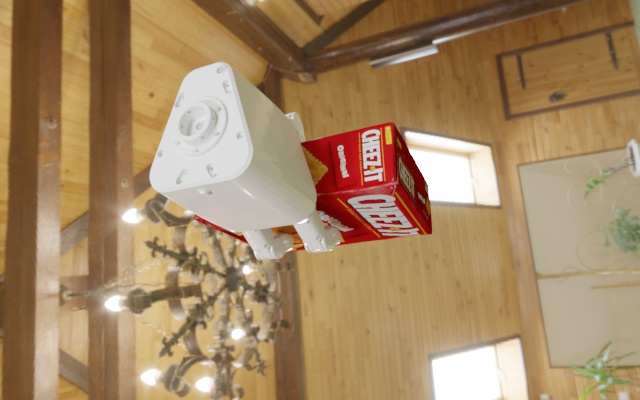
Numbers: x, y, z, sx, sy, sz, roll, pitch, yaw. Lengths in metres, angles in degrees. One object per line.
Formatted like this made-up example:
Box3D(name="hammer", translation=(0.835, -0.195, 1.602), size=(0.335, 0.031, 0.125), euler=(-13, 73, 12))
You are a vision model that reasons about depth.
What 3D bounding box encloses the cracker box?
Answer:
Box3D(name="cracker box", translation=(0.000, 0.002, 0.524), size=(0.214, 0.072, 0.164), euler=(-9, -22, 21))
